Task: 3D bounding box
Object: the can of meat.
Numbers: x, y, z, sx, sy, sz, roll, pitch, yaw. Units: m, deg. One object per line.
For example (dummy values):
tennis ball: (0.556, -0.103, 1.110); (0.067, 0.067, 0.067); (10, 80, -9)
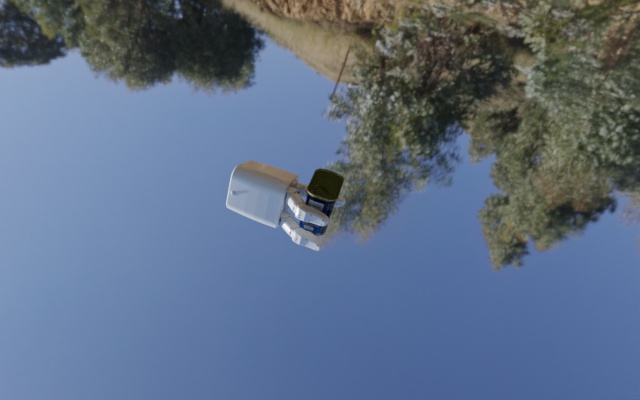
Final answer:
can of meat: (0.000, 0.003, 0.882); (0.057, 0.084, 0.102); (18, 32, 2)
